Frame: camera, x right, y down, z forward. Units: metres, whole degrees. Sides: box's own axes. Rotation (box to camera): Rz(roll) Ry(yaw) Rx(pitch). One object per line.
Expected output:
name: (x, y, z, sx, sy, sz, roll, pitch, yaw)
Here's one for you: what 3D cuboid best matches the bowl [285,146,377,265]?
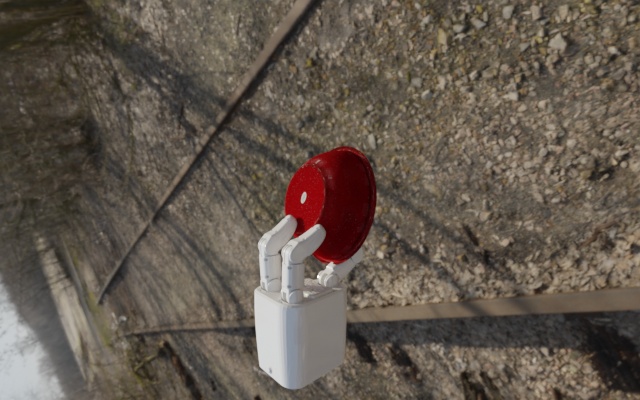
bowl: (0.000, 0.001, 0.629, 0.055, 0.162, 0.162, 11, -6, -35)
